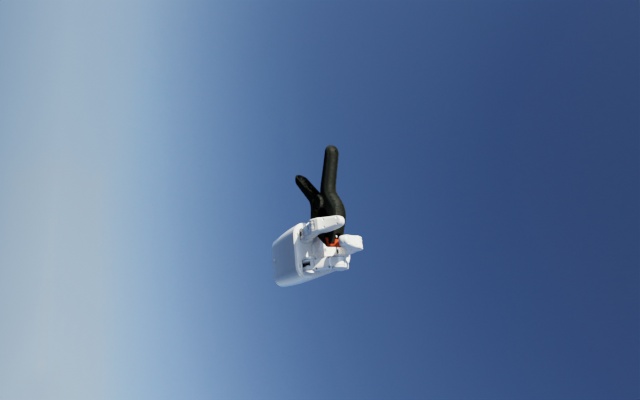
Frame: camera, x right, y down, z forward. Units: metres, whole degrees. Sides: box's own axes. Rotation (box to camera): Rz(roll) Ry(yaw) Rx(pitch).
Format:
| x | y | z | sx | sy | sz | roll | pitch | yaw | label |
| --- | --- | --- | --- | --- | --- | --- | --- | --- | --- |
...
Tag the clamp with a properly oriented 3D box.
| x | y | z | sx | sy | sz | roll | pitch | yaw | label |
| --- | --- | --- | --- | --- | --- | --- | --- | --- | --- |
| 0.001 | 0.003 | 0.826 | 0.039 | 0.171 | 0.120 | 5 | -20 | -29 | clamp |
